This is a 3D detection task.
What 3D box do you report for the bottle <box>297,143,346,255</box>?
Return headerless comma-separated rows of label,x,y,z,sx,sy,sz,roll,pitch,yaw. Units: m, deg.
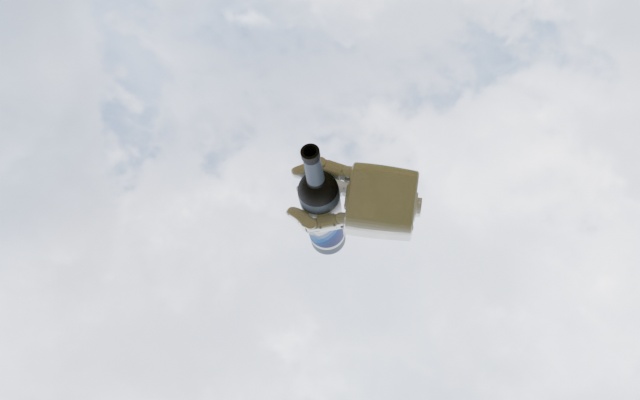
bottle,0.000,0.003,0.788,0.069,0.069,0.296,0,-29,7
